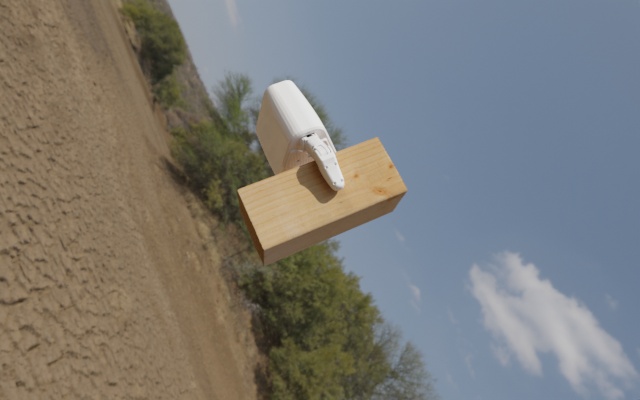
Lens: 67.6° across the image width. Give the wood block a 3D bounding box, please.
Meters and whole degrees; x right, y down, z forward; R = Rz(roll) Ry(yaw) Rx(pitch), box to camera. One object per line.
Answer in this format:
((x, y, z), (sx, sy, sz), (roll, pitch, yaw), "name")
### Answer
((0.000, 0.002, 0.657), (0.206, 0.090, 0.091), (-22, -18, -13), "wood block")
